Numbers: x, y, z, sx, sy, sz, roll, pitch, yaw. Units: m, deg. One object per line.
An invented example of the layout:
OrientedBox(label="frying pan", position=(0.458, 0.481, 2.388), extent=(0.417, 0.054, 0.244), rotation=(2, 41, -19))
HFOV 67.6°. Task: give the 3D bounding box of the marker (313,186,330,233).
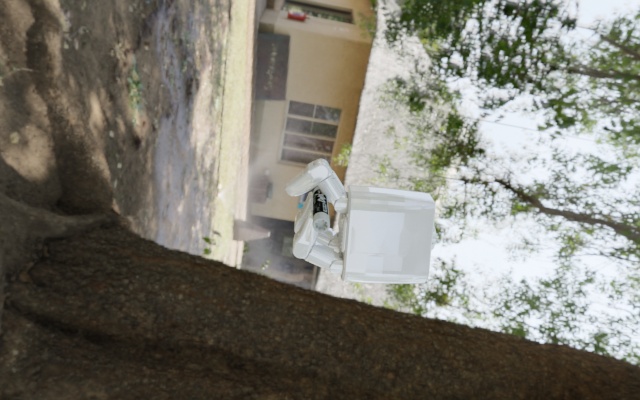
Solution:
OrientedBox(label="marker", position=(0.000, 0.002, 0.568), extent=(0.020, 0.020, 0.121), rotation=(0, 24, -1))
